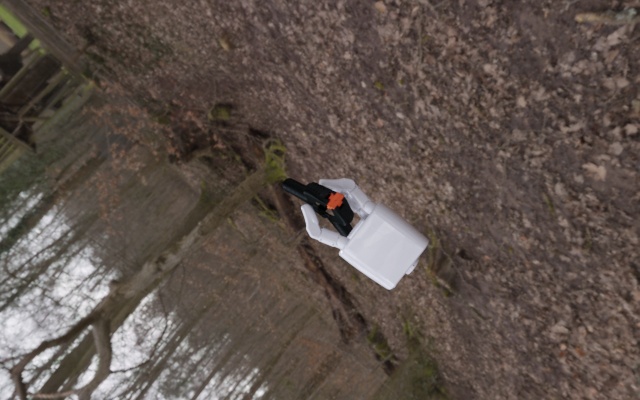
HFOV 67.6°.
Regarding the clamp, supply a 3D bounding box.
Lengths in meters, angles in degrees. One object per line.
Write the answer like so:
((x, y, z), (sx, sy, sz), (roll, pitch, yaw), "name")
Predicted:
((0.000, 0.003, 0.815), (0.164, 0.036, 0.210), (37, -9, 3), "clamp")
